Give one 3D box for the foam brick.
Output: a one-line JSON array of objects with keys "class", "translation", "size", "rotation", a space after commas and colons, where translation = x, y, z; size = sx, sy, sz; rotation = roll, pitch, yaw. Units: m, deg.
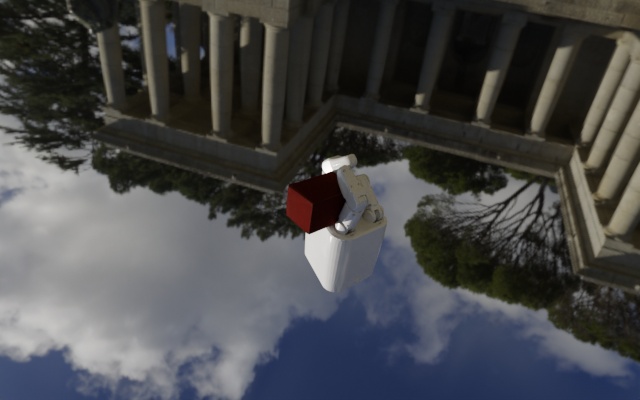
[{"class": "foam brick", "translation": [0.000, 0.002, 0.642], "size": [0.078, 0.051, 0.053], "rotation": [-19, 43, -36]}]
